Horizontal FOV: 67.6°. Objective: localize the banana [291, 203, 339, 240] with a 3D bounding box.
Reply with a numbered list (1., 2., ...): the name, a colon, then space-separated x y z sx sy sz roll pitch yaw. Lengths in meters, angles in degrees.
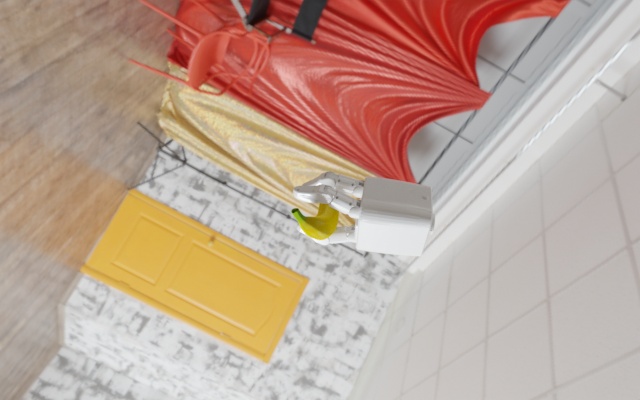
1. banana: 0.004 0.021 0.763 0.037 0.069 0.197 -14 9 16
